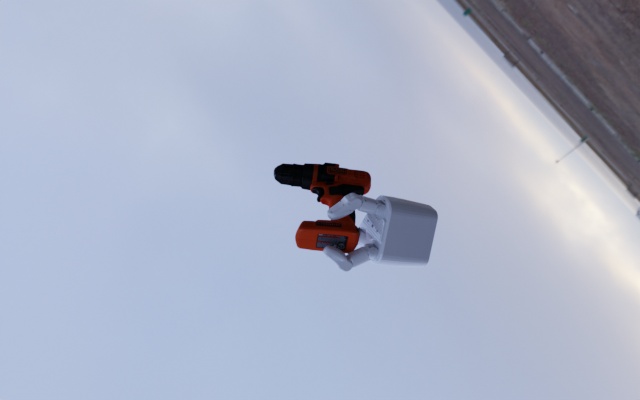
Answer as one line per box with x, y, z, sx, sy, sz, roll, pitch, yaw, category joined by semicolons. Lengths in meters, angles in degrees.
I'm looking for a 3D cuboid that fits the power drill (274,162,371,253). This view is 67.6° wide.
0.000;0.003;0.848;0.184;0.057;0.187;5;44;0;power drill
